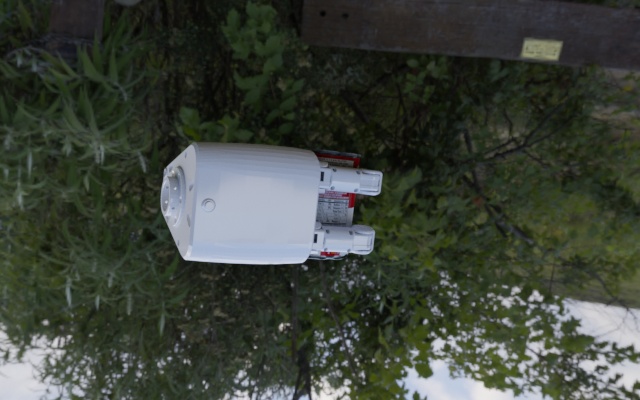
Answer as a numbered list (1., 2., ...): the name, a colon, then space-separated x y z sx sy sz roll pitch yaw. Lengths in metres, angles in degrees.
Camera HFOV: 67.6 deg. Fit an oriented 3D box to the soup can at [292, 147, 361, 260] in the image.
1. soup can: 0.000 0.002 0.470 0.068 0.102 0.068 6 5 -1
